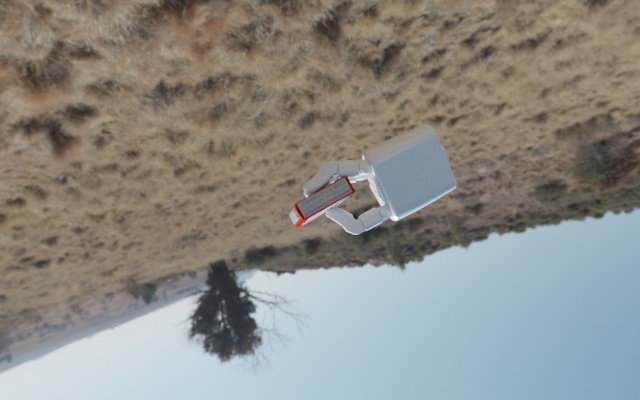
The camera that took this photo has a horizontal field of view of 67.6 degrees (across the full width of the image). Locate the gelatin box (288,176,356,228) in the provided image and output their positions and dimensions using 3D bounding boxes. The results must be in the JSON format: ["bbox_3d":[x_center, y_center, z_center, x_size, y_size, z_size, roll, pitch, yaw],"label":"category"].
[{"bbox_3d":[0.000,0.003,0.701,0.089,0.030,0.073,-30,-4,-15],"label":"gelatin box"}]
